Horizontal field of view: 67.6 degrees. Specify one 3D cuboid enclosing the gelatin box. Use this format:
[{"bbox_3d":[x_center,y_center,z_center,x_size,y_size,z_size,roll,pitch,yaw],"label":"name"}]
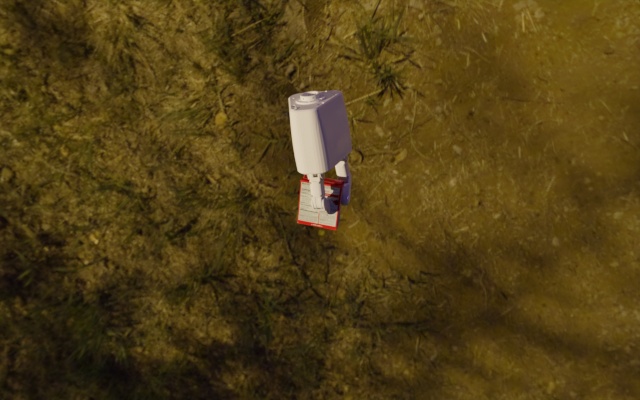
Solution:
[{"bbox_3d":[0.000,0.003,0.844,0.073,0.089,0.030,10,26,8],"label":"gelatin box"}]
